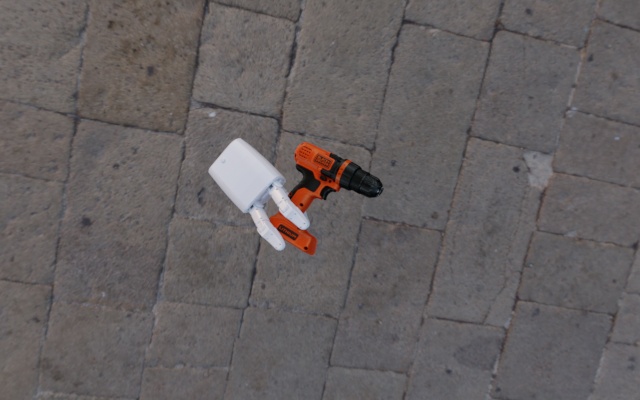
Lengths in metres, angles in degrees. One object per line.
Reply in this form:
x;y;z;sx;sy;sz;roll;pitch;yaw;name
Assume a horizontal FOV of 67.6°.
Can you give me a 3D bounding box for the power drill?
0.000;0.003;0.881;0.184;0.187;0.057;28;-6;23;power drill
